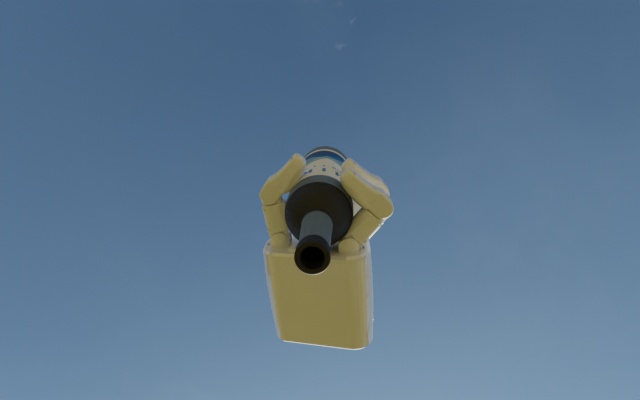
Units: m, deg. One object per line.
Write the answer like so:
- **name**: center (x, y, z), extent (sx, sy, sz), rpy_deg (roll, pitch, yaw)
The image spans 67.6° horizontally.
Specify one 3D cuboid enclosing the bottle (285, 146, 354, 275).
- **bottle**: center (0.000, 0.001, 0.494), extent (0.069, 0.069, 0.295), rpy_deg (0, 16, 3)
